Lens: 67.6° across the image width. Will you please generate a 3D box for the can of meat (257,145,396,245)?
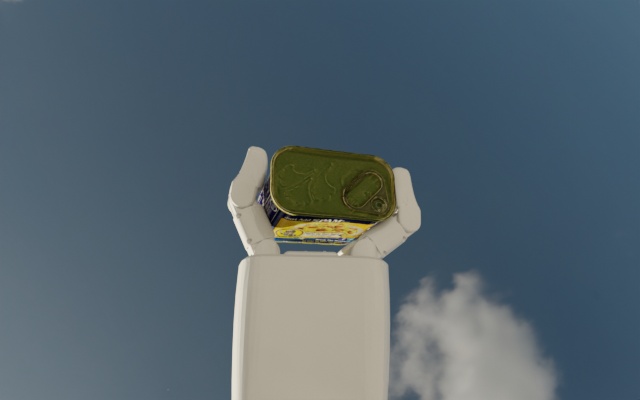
[{"bbox_3d":[0.000,0.001,0.405,0.102,0.057,0.084,5,-23,-16],"label":"can of meat"}]
